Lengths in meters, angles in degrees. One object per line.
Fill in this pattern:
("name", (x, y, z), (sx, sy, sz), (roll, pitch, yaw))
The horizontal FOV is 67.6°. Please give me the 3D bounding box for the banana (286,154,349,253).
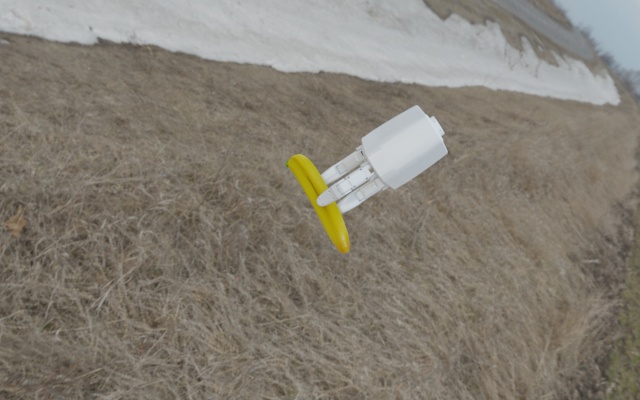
("banana", (-0.003, -0.007, 0.775), (0.037, 0.197, 0.070), (-28, -23, -6))
